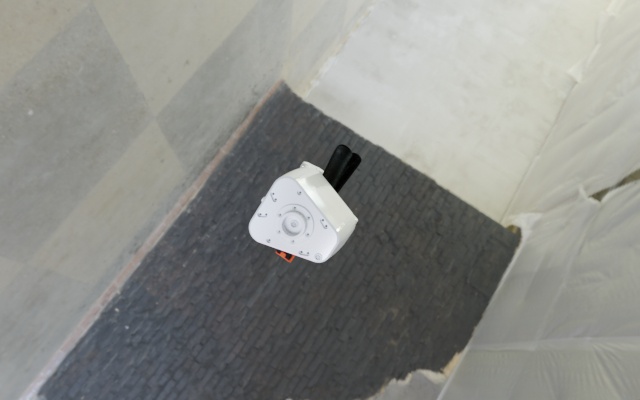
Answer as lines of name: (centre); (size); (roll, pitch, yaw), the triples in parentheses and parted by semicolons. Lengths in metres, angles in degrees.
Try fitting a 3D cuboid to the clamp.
clamp: (0.000, 0.003, 0.756); (0.036, 0.210, 0.164); (34, 14, 9)
